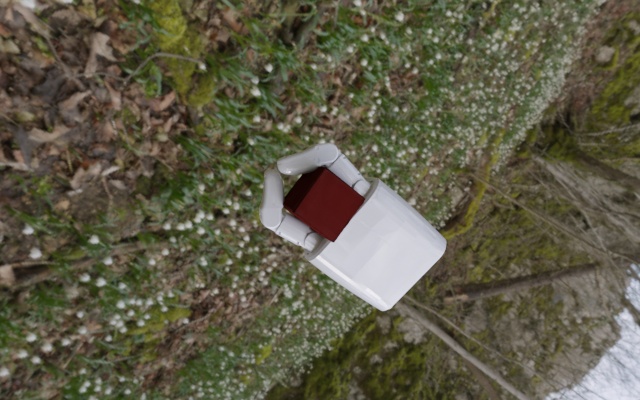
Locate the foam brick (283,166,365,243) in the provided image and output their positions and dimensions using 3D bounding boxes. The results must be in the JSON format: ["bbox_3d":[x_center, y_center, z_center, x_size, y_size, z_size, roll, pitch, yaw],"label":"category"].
[{"bbox_3d":[0.000,0.002,0.474,0.051,0.053,0.078,38,-4,-13],"label":"foam brick"}]
